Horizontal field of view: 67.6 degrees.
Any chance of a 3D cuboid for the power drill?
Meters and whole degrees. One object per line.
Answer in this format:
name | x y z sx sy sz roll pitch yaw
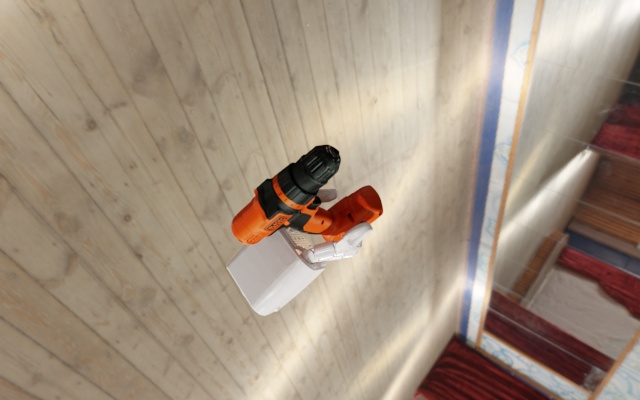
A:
power drill | 0.000 0.002 0.636 0.184 0.057 0.188 -37 -32 31
